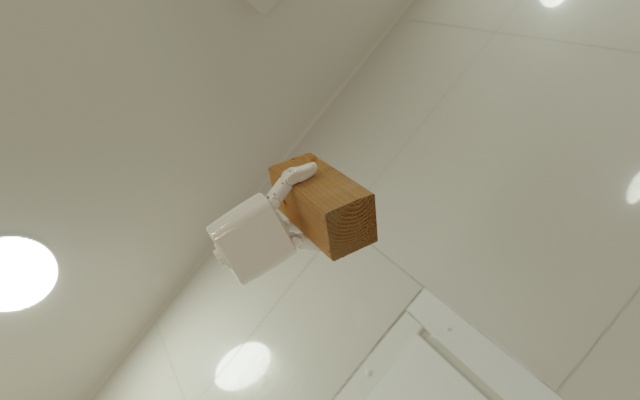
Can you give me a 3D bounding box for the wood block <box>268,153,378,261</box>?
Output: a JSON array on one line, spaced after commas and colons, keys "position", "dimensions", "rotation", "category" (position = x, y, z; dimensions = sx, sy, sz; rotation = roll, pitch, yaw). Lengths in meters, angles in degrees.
[{"position": [0.000, 0.002, 0.804], "dimensions": [0.090, 0.091, 0.206], "rotation": [-22, 33, -22], "category": "wood block"}]
